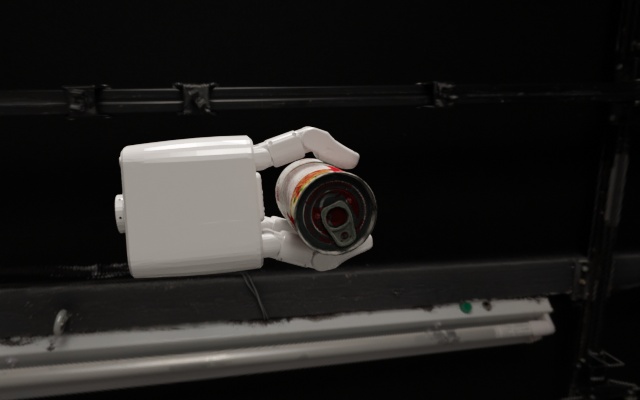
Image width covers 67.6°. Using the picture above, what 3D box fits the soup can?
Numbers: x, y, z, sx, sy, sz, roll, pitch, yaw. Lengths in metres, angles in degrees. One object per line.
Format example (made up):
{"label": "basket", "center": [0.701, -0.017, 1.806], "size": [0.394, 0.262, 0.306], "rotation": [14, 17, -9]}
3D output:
{"label": "soup can", "center": [0.000, 0.001, 0.422], "size": [0.068, 0.068, 0.102], "rotation": [0, 11, -15]}
